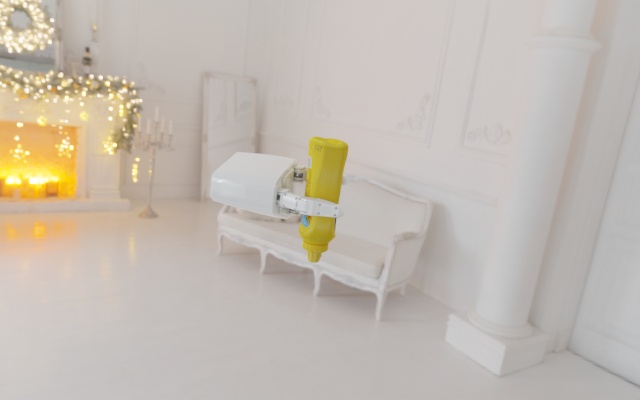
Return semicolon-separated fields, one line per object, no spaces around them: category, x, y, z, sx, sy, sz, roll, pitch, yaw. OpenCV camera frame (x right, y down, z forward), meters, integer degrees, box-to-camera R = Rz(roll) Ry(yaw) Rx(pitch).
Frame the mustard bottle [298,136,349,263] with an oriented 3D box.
mustard bottle;0.000;0.002;0.729;0.058;0.192;0.096;5;13;-12
